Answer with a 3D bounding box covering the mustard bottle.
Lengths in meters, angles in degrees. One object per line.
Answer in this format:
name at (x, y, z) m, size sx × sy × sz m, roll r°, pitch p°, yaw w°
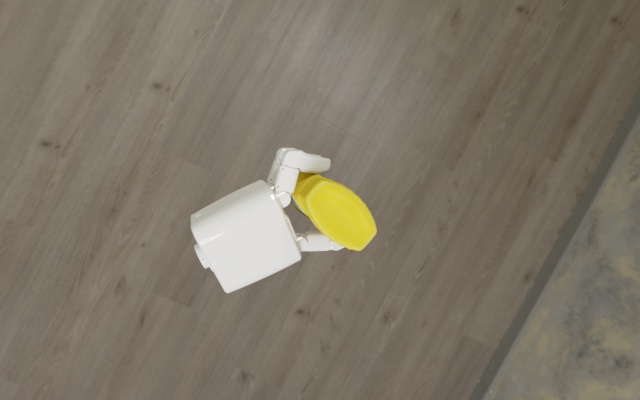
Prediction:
mustard bottle at (0.000, 0.002, 0.617) m, size 0.096 × 0.058 × 0.191 m, roll 41°, pitch -3°, yaw -18°
